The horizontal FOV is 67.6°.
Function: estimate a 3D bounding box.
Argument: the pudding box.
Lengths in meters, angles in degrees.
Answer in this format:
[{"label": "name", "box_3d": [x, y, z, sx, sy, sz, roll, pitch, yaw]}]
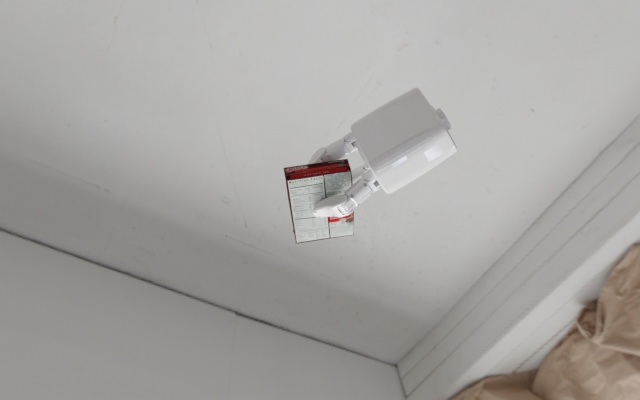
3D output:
[{"label": "pudding box", "box_3d": [0.000, 0.002, 0.666, 0.090, 0.114, 0.039, -8, 32, -3]}]
